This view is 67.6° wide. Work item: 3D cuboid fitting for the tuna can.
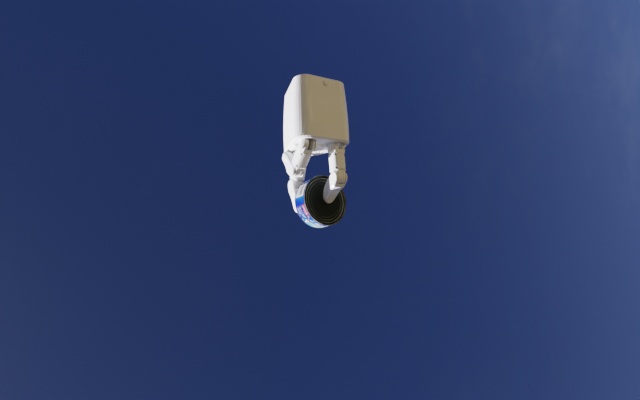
[{"bbox_3d":[0.000,0.003,0.804,0.086,0.086,0.034,0,-12,-35],"label":"tuna can"}]
